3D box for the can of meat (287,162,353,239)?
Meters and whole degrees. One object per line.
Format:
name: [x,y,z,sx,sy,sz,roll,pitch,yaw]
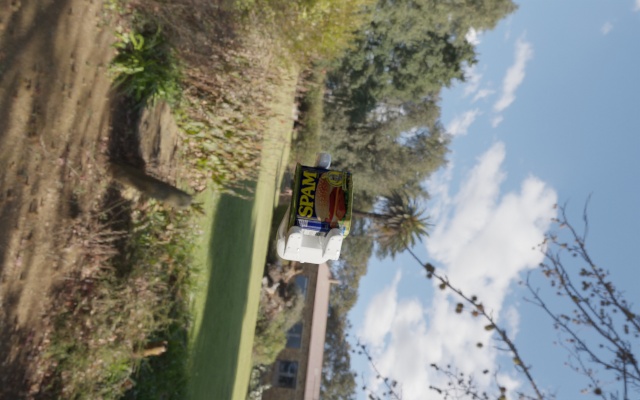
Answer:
can of meat: [0.000,0.002,0.688,0.084,0.102,0.057,8,-23,-6]
